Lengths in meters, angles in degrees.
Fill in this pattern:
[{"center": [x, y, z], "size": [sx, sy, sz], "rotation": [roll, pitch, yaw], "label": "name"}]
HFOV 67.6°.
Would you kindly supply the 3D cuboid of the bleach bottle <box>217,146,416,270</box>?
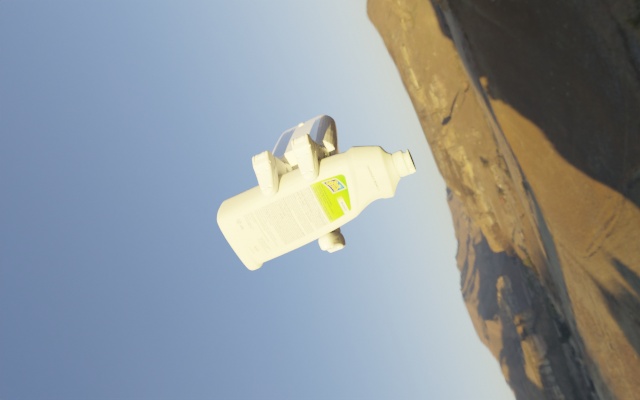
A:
[{"center": [0.000, 0.002, 0.604], "size": [0.251, 0.103, 0.068], "rotation": [-21, 27, 17], "label": "bleach bottle"}]
